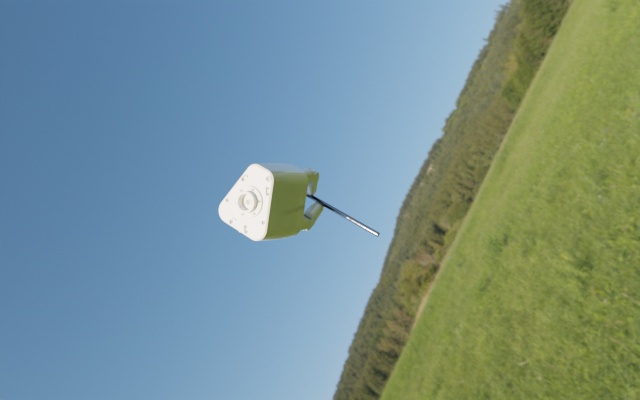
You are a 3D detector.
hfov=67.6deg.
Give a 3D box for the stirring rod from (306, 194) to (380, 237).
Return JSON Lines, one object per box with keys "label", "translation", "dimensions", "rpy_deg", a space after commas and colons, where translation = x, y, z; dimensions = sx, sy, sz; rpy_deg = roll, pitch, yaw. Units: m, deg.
{"label": "stirring rod", "translation": [0.000, 0.003, 0.844], "dimensions": [0.239, 0.011, 0.011], "rpy_deg": [29, 12, 22]}
